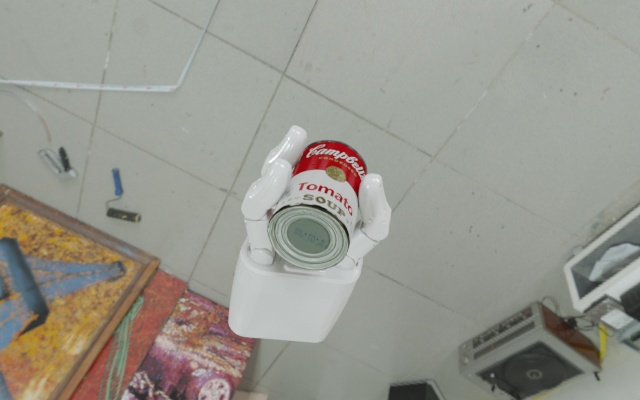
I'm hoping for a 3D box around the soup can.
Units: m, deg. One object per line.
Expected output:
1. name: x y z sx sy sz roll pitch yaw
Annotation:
1. soup can: 0.000 0.001 0.409 0.068 0.068 0.102 0 35 15
